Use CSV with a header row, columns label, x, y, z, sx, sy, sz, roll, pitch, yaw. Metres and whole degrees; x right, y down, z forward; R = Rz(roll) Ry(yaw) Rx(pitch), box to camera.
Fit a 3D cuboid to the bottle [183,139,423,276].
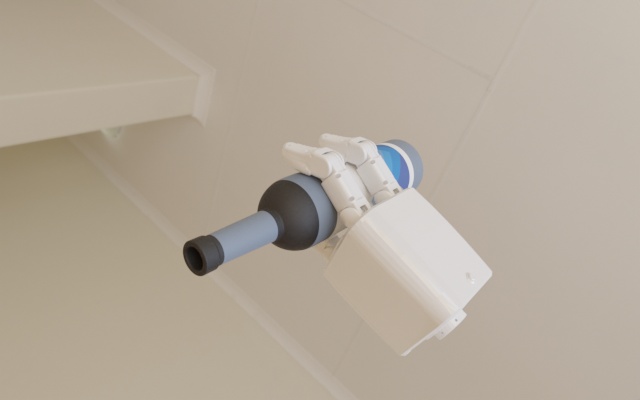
label,x,y,z,sx,sy,sz,roll,pitch,yaw
bottle,0.000,0.001,0.450,0.069,0.069,0.295,0,16,40
